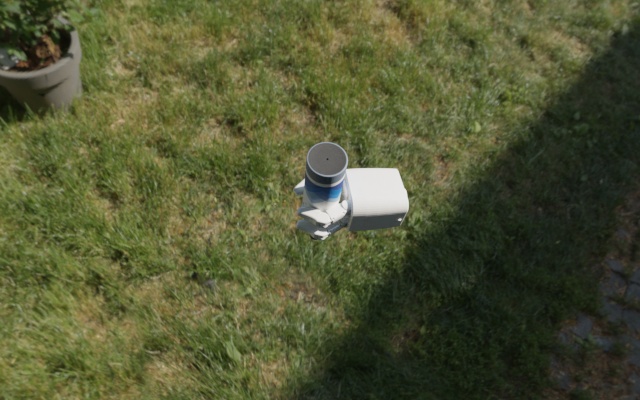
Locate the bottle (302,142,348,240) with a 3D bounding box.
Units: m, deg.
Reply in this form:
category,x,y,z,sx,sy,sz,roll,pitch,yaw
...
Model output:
category,x,y,z,sx,sy,sz,roll,pitch,yaw
bottle,0.000,0.003,0.891,0.069,0.069,0.296,0,-28,-5
